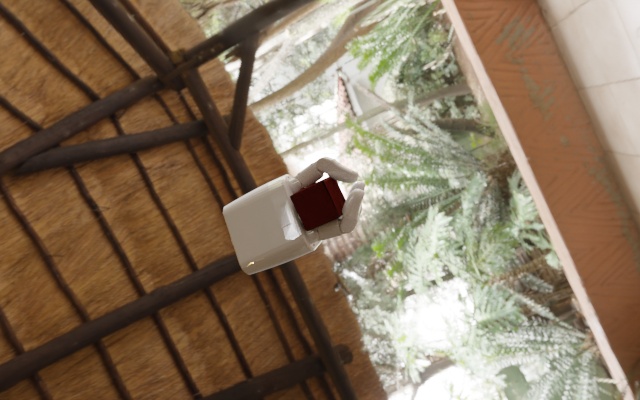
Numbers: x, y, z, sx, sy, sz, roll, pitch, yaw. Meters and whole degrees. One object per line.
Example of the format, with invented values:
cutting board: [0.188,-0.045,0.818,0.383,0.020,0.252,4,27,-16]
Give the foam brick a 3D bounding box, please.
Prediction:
foam brick: [0.000,0.002,0.645,0.051,0.053,0.078,-24,3,14]
